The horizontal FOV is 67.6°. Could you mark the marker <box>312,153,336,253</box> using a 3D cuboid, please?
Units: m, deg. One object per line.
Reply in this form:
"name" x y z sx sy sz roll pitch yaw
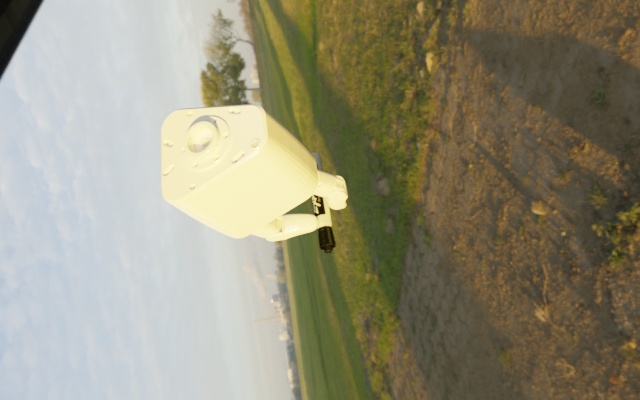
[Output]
"marker" 0.000 0.002 0.548 0.020 0.121 0.020 -8 -23 -3
